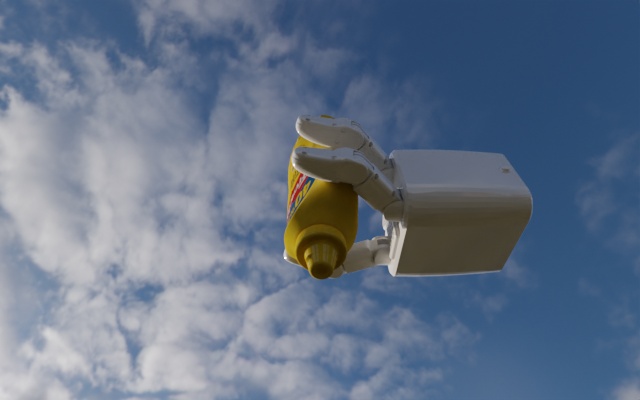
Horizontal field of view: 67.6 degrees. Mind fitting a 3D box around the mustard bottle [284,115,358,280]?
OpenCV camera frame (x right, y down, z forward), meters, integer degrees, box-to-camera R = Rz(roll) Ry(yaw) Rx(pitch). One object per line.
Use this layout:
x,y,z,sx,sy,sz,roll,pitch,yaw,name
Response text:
0.000,0.001,0.435,0.058,0.096,0.191,20,30,-14,mustard bottle
